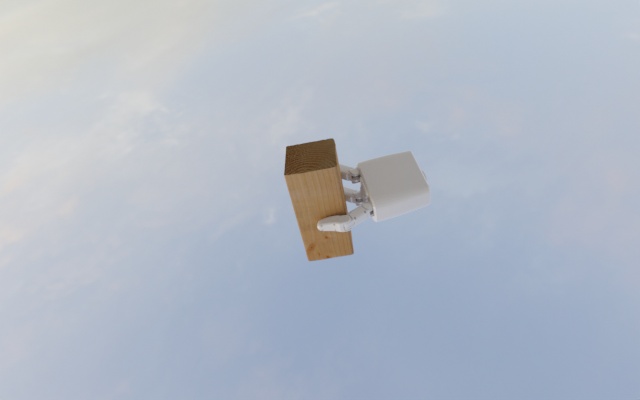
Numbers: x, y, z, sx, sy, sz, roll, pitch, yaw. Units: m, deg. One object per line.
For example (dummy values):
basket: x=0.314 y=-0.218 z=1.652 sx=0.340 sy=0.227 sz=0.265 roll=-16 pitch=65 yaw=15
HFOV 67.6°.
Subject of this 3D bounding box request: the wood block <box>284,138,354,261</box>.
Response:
wood block: x=0.001 y=0.003 z=0.868 sx=0.090 sy=0.206 sz=0.090 roll=-9 pitch=38 yaw=5
